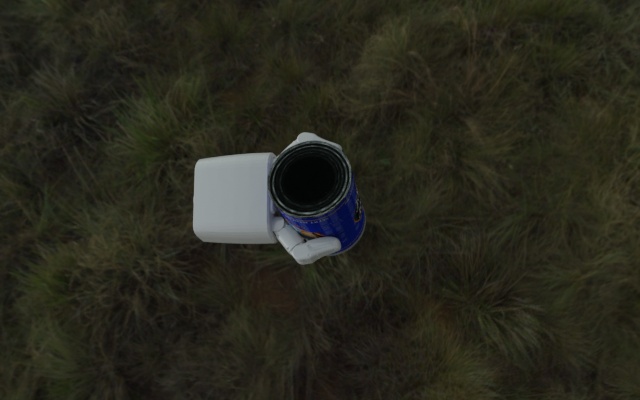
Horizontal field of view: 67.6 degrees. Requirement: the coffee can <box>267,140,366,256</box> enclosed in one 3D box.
[{"bbox_3d":[0.000,0.002,0.621,0.103,0.102,0.140,0,-24,12],"label":"coffee can"}]
